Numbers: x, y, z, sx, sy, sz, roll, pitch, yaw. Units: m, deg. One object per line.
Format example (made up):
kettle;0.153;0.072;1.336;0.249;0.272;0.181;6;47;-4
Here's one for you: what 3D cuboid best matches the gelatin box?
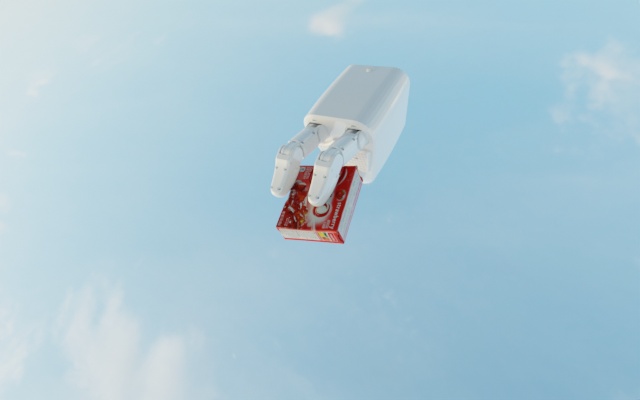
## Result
gelatin box;0.000;0.002;0.527;0.073;0.089;0.030;3;-34;26
